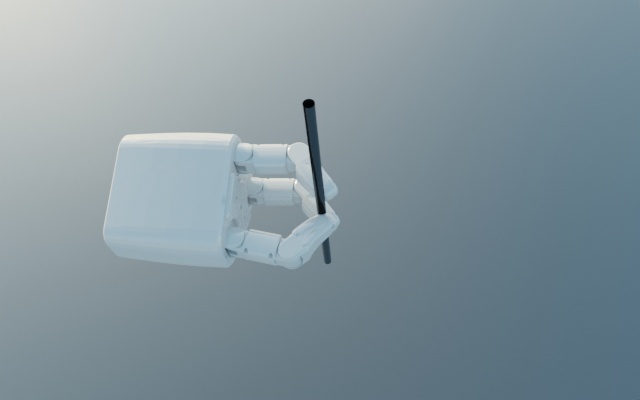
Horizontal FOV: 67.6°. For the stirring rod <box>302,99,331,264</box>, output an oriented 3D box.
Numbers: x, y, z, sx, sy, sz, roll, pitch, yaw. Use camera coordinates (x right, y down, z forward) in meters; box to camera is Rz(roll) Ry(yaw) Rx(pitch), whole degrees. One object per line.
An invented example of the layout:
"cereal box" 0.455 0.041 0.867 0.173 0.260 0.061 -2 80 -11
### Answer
"stirring rod" 0.000 0.001 0.404 0.011 0.011 0.240 0 -31 4
